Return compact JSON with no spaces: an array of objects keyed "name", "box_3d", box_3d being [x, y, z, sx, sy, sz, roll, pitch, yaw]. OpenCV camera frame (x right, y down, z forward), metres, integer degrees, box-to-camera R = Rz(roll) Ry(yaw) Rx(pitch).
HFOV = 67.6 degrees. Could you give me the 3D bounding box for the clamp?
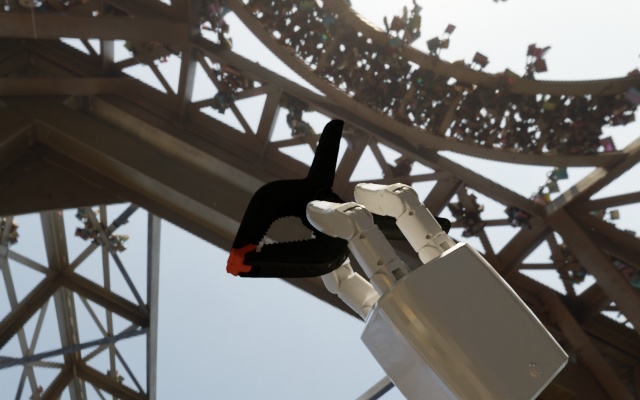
[{"name":"clamp","box_3d":[0.000,0.002,0.422,0.210,0.164,0.036,-21,-29,-36]}]
